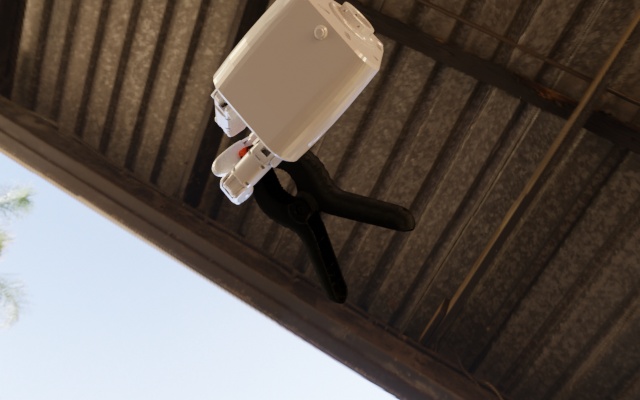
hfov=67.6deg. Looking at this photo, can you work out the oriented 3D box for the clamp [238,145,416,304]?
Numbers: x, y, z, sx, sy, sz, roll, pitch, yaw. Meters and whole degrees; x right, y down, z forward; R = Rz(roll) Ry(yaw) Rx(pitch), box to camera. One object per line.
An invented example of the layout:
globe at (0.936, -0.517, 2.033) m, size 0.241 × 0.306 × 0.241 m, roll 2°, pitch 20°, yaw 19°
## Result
clamp at (0.000, 0.001, 0.433) m, size 0.120 × 0.171 × 0.039 m, roll -42°, pitch -3°, yaw 26°
